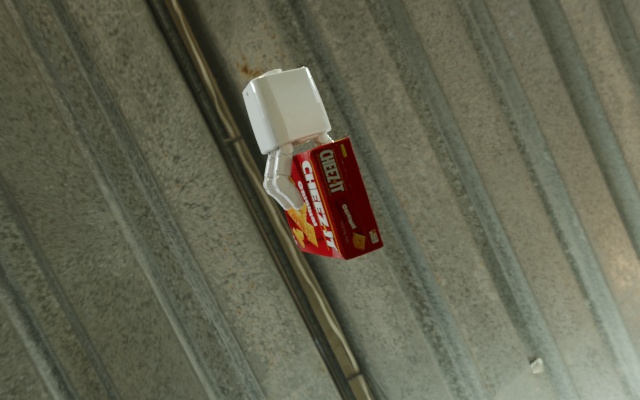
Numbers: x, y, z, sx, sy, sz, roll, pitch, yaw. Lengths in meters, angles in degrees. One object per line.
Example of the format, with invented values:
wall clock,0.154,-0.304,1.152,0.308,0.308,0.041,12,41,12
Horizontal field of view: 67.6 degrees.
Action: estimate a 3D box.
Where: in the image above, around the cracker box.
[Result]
cracker box,0.000,0.002,0.755,0.072,0.164,0.214,-20,5,-19
